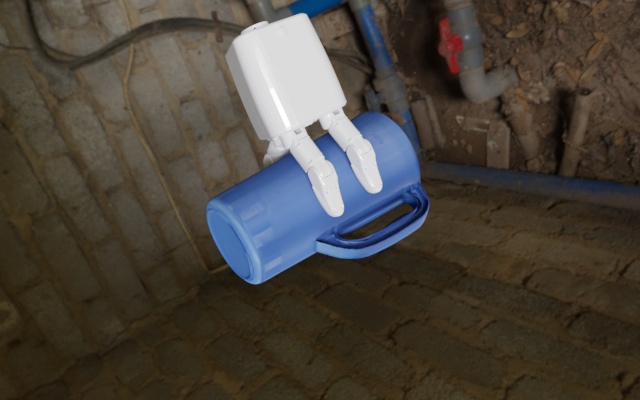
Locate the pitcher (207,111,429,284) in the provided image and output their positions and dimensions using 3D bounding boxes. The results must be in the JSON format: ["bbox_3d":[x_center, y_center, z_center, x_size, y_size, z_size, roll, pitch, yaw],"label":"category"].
[{"bbox_3d":[0.000,0.002,0.568,0.243,0.145,0.149,-30,13,-27],"label":"pitcher"}]
